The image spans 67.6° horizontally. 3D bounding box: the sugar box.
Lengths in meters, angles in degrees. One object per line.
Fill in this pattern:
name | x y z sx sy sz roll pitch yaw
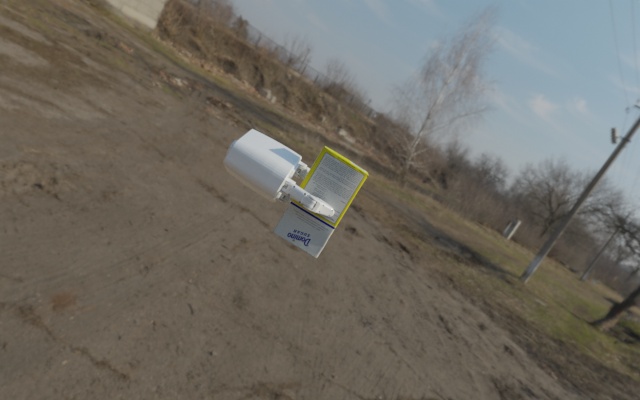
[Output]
sugar box | 0.000 0.003 0.842 0.093 0.176 0.048 32 10 -3
